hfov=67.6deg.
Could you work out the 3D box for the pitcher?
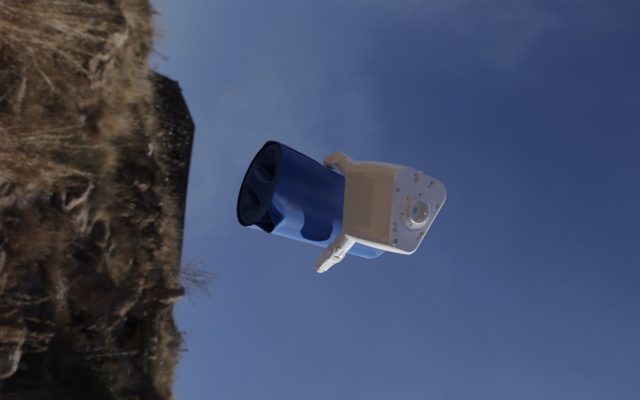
[{"bbox_3d":[0.000,0.003,0.760,0.243,0.149,0.145,21,-7,-30],"label":"pitcher"}]
